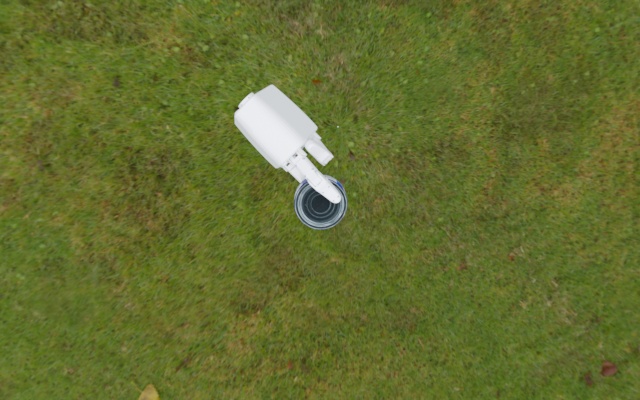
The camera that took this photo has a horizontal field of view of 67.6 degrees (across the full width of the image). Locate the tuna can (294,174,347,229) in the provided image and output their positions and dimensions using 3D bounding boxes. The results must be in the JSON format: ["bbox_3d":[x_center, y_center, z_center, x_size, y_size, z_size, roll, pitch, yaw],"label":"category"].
[{"bbox_3d":[0.000,0.003,0.767,0.086,0.086,0.033,0,13,-2],"label":"tuna can"}]
